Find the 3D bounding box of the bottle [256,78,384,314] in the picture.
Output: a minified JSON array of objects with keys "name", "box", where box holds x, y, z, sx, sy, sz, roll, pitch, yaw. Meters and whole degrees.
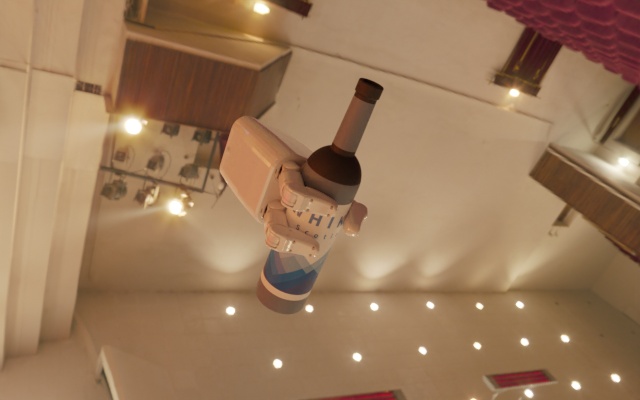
[{"name":"bottle","box":[0.000,0.002,0.551,0.069,0.296,0.069,19,26,-10]}]
